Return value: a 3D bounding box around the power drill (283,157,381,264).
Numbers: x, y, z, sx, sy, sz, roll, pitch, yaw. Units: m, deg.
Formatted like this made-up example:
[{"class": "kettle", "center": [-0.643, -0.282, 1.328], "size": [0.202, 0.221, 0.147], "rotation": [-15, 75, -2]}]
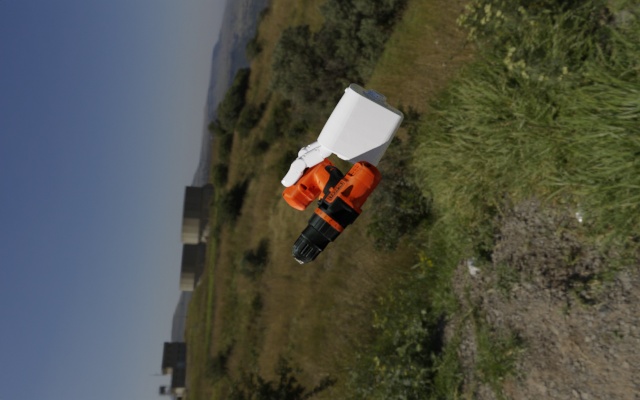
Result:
[{"class": "power drill", "center": [0.000, 0.002, 0.784], "size": [0.057, 0.184, 0.187], "rotation": [42, -2, -27]}]
